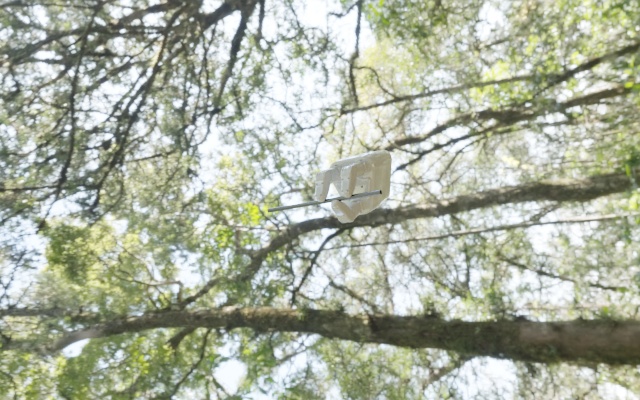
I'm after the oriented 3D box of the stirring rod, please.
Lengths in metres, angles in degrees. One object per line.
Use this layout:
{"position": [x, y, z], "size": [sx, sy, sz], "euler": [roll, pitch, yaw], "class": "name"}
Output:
{"position": [0.000, 0.003, 0.861], "size": [0.239, 0.011, 0.011], "euler": [-9, -5, 32], "class": "stirring rod"}
